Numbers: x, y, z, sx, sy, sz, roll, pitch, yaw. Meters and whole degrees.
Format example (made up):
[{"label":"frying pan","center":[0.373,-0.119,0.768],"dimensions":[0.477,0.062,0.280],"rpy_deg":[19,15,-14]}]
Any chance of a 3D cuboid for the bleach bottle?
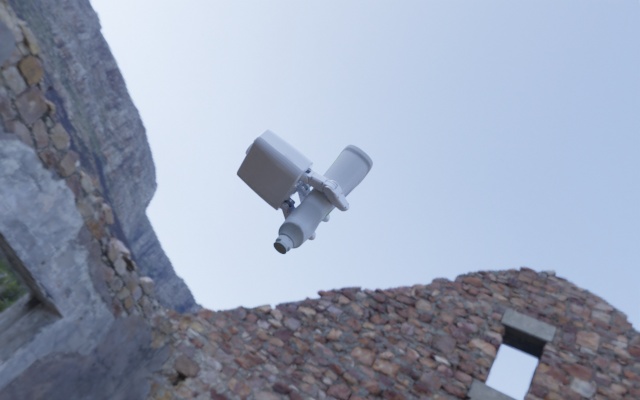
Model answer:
[{"label":"bleach bottle","center":[0.000,0.003,0.881],"dimensions":[0.250,0.068,0.103],"rpy_deg":[-48,-5,-37]}]
